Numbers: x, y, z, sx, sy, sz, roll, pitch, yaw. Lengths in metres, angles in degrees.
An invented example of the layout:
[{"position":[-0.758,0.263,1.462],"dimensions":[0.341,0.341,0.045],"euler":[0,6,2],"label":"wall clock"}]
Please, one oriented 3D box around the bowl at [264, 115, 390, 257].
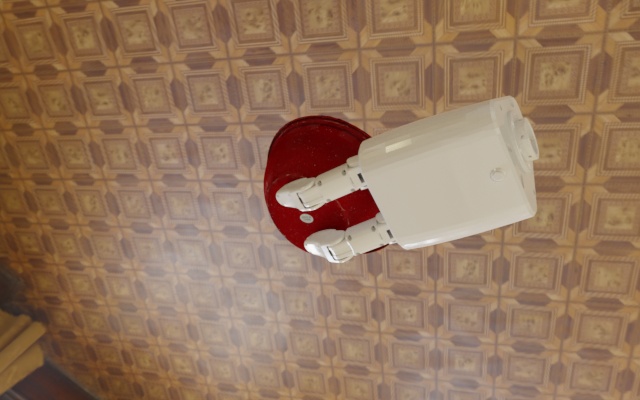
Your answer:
[{"position":[-0.001,0.002,0.469],"dimensions":[0.162,0.162,0.055],"euler":[0,31,36],"label":"bowl"}]
